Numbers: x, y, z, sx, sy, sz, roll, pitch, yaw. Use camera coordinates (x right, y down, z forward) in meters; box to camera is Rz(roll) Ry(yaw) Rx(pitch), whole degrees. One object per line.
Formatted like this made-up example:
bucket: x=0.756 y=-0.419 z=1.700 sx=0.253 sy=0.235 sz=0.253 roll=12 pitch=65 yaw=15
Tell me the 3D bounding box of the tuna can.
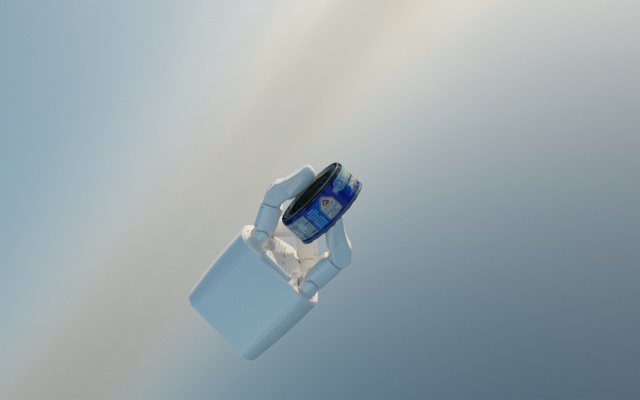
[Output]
tuna can: x=0.000 y=0.001 z=0.486 sx=0.034 sy=0.086 sz=0.086 roll=44 pitch=-10 yaw=-11
